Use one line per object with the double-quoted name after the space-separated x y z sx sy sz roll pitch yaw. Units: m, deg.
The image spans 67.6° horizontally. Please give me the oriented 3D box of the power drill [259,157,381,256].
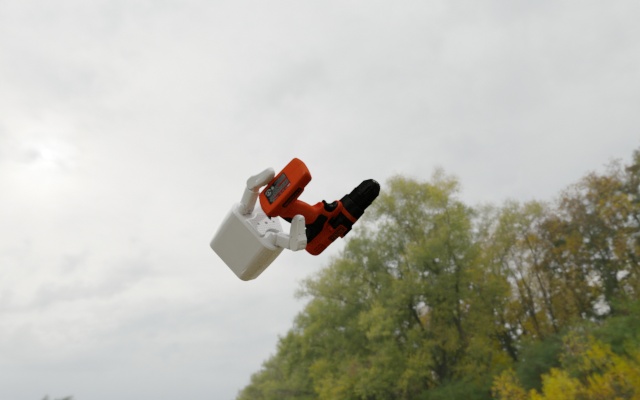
0.000 0.003 0.833 0.188 0.184 0.057 36 12 -43 "power drill"
